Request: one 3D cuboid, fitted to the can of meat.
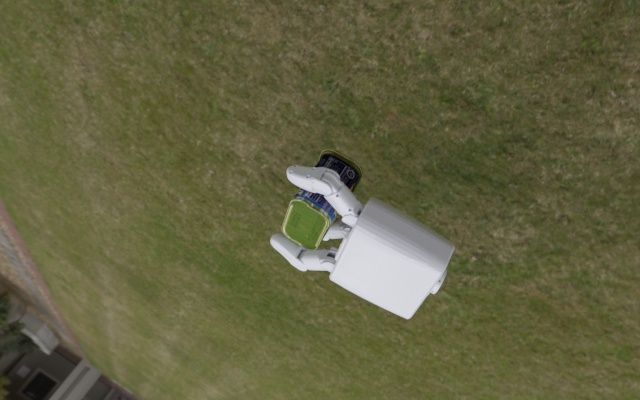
[{"bbox_3d":[0.000,0.002,0.574,0.057,0.084,0.102,30,-32,5],"label":"can of meat"}]
